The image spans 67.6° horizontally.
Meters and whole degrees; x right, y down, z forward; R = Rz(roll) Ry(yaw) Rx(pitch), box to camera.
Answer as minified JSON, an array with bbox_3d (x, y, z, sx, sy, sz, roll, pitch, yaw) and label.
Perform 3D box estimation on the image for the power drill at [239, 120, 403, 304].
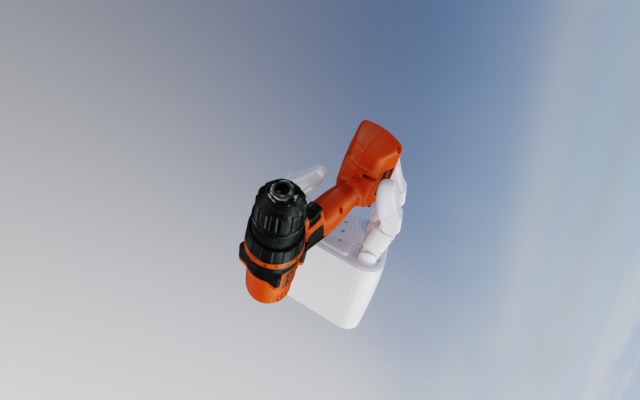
[{"bbox_3d":[0.000,0.001,0.458,0.187,0.057,0.184,-41,-16,-30],"label":"power drill"}]
